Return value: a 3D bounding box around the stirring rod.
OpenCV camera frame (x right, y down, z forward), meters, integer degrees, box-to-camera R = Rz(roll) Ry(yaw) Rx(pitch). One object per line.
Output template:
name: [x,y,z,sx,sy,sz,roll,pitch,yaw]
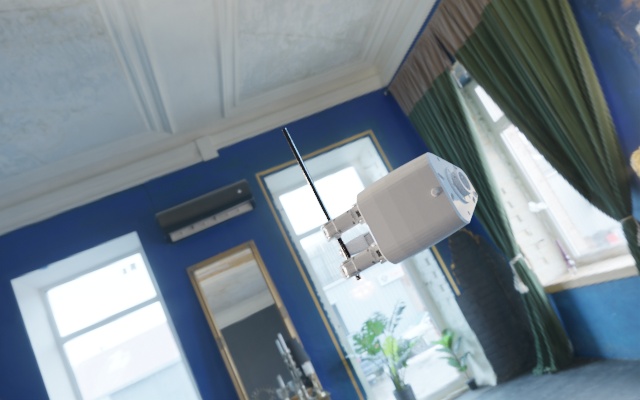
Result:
stirring rod: [0.000,0.002,0.669,0.011,0.239,0.011,-25,-12,-6]
